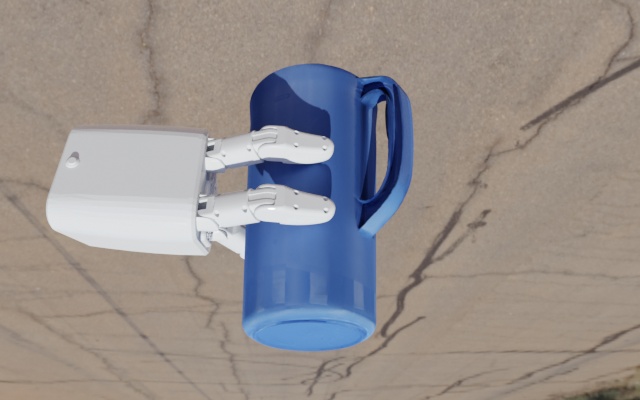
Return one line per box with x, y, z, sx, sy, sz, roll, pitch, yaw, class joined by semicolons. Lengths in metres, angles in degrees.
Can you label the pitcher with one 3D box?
0.000;0.001;0.434;0.145;0.242;0.149;4;-31;-7;pitcher
